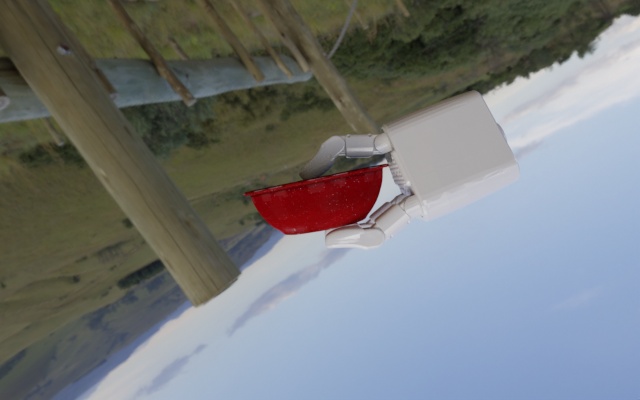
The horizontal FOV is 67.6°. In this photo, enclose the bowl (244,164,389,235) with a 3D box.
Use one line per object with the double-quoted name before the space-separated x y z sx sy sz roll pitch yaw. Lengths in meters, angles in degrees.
"bowl" -0.001 0.002 0.525 0.162 0.055 0.162 -11 2 0
